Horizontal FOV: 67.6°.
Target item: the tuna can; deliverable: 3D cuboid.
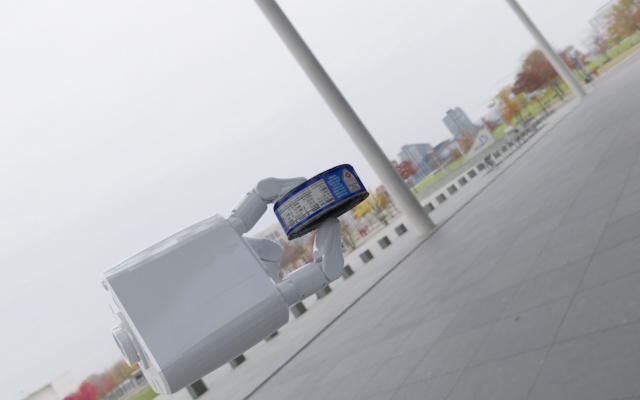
[{"bbox_3d":[0.000,0.001,0.439,0.086,0.033,0.086,-29,-8,-5],"label":"tuna can"}]
